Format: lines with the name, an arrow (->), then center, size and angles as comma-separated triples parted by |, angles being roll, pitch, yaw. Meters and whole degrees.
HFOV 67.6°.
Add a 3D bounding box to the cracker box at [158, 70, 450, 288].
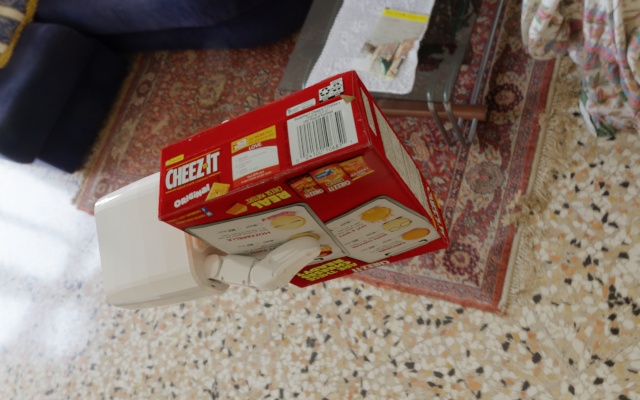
cracker box -> 0.000, 0.001, 0.404 | 0.164, 0.072, 0.214 | -18, -29, 20
